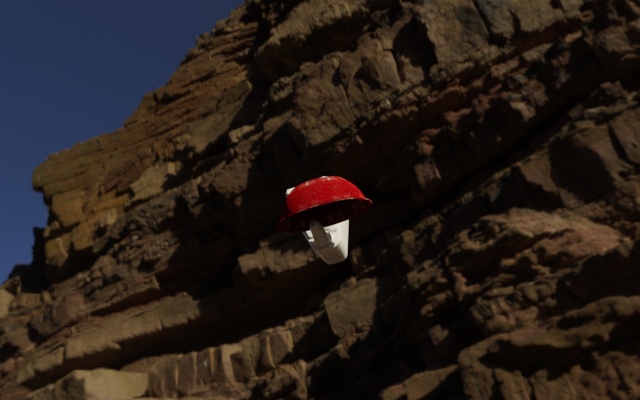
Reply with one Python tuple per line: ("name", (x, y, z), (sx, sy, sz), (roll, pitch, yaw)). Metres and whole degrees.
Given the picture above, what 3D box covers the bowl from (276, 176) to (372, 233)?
("bowl", (0.000, 0.002, 0.789), (0.162, 0.055, 0.162), (-14, -15, -4))
